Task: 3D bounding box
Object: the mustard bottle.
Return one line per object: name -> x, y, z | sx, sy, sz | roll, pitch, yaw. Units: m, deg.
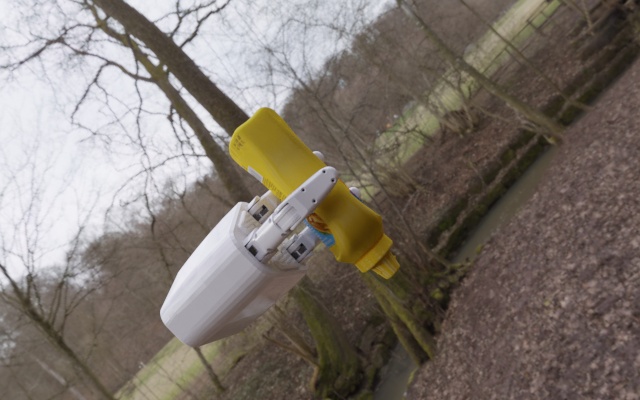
mustard bottle -> 0.000, 0.001, 0.449 | 0.058, 0.191, 0.096 | -45, -1, -12
